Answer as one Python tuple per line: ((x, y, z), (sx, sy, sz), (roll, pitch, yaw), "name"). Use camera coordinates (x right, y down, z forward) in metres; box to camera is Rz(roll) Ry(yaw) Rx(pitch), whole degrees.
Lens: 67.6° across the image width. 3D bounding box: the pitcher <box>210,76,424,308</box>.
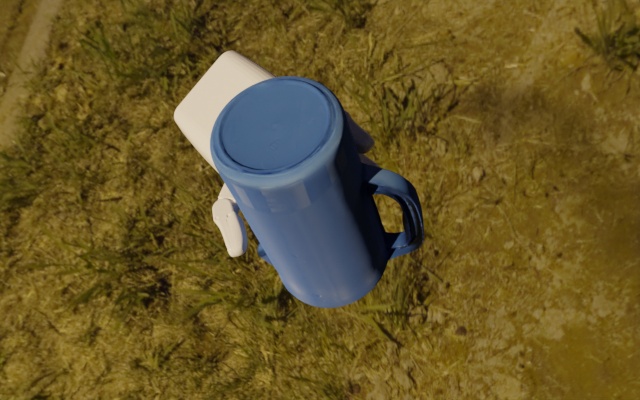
((0.000, 0.001, 0.455), (0.145, 0.149, 0.243), (42, -13, 30), "pitcher")
